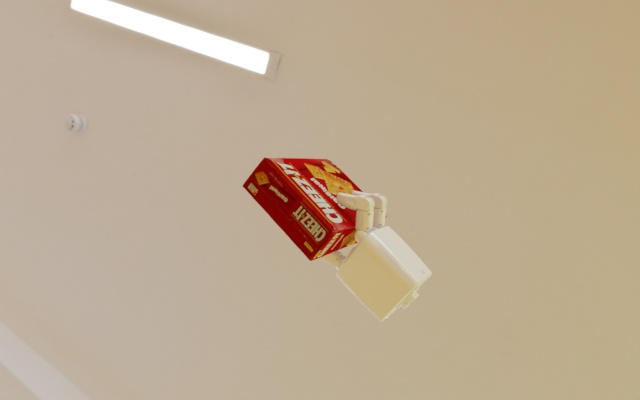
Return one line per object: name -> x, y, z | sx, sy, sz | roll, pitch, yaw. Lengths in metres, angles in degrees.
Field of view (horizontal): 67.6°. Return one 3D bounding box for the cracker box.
cracker box -> 0.000, 0.003, 0.796 | 0.164, 0.072, 0.213 | 46, 22, 18
